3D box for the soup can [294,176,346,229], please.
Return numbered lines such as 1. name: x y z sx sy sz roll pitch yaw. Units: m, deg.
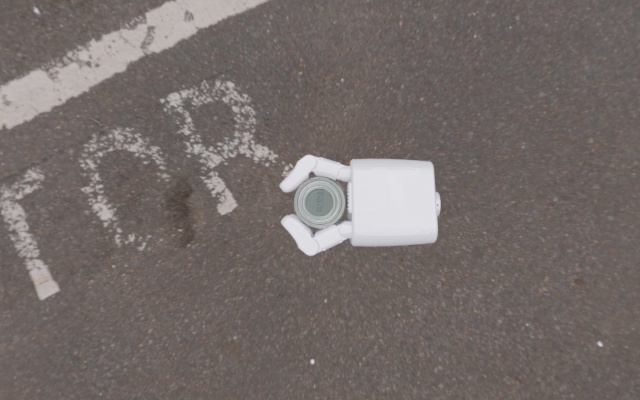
1. soup can: 0.000 0.002 0.643 0.068 0.068 0.102 0 1 1
